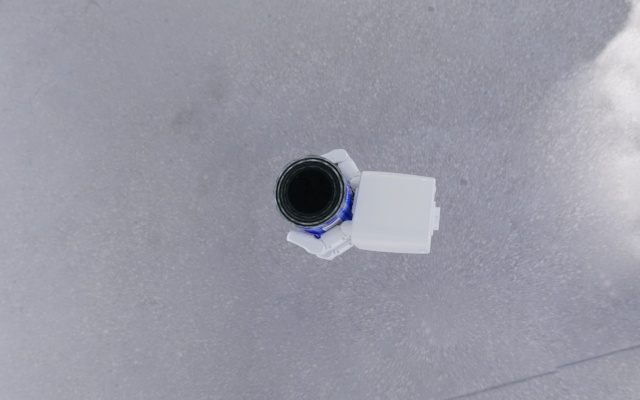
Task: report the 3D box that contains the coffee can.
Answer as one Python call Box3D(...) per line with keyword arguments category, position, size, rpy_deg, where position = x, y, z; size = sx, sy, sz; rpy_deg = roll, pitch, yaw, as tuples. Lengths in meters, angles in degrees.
Box3D(category="coffee can", position=(0.000, 0.002, 0.709), size=(0.103, 0.102, 0.140), rpy_deg=(0, -12, 13))
